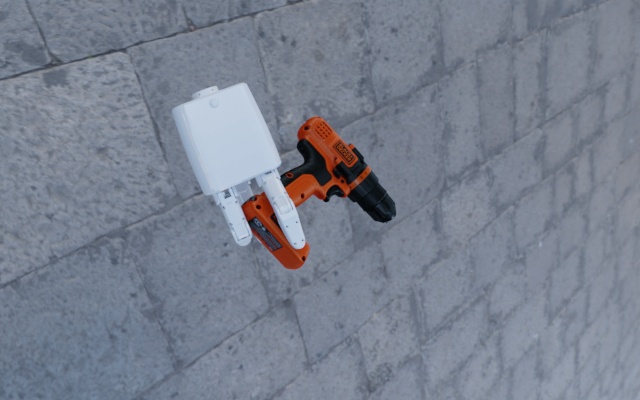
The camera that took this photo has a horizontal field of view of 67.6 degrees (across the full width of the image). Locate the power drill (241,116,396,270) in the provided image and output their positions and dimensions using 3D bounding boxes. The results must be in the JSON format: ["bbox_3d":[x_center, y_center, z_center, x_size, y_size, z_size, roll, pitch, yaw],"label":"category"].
[{"bbox_3d":[0.000,0.002,0.638,0.187,0.184,0.057,-47,7,-32],"label":"power drill"}]
